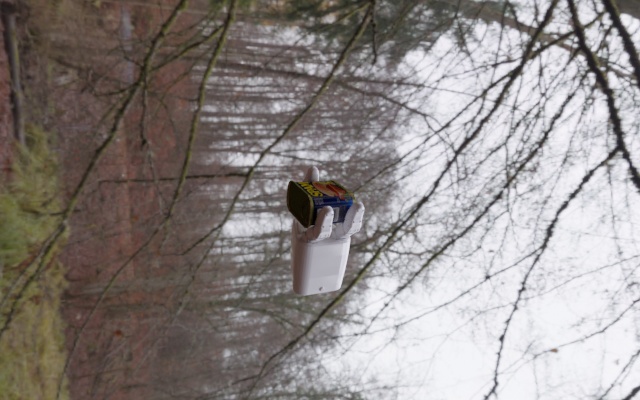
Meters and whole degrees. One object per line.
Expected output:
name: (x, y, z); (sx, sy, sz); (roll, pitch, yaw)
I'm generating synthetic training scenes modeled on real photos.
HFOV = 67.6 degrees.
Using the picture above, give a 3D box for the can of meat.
can of meat: (0.000, 0.003, 0.804); (0.084, 0.057, 0.102); (-4, 23, -25)
